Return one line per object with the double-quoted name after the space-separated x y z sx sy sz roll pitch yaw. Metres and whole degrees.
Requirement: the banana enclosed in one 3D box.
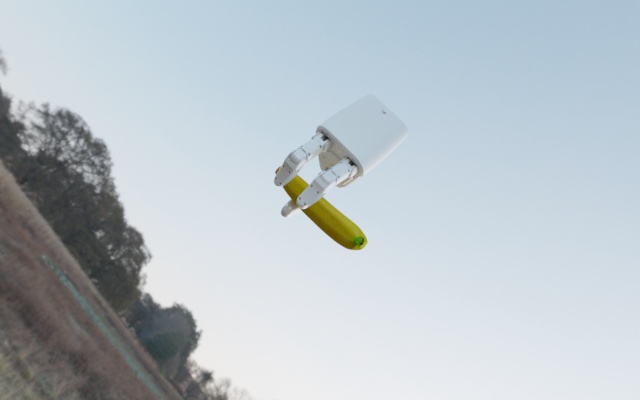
0.006 0.016 0.680 0.037 0.070 0.197 -38 51 -17 "banana"
